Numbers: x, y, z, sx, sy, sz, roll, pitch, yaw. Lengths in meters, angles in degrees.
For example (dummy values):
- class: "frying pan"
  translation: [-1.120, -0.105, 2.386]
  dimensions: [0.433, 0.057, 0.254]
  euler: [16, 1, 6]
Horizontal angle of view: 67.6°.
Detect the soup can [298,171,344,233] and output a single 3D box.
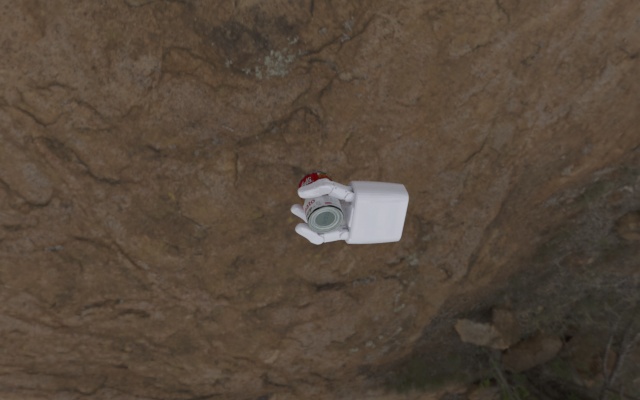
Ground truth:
- class: "soup can"
  translation: [0.000, 0.003, 0.885]
  dimensions: [0.068, 0.069, 0.102]
  euler: [0, 40, -15]
